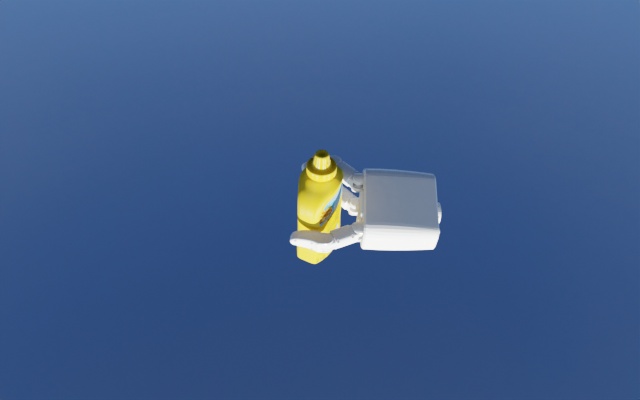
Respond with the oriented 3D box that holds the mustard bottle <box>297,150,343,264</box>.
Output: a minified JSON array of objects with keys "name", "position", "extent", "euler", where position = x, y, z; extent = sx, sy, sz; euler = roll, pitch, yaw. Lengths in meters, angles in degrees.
[{"name":"mustard bottle","position":[0.000,0.002,0.692],"extent":[0.058,0.096,0.192],"euler":[22,-38,16]}]
